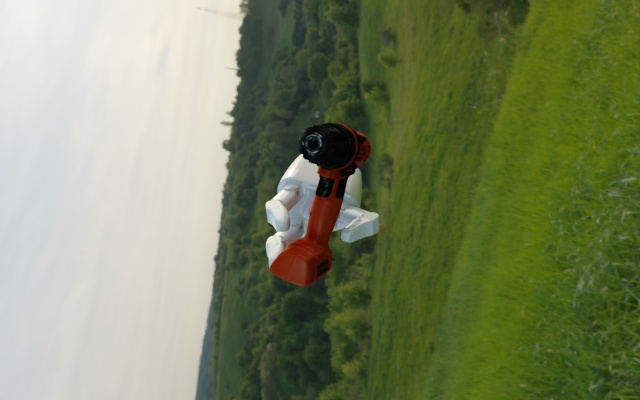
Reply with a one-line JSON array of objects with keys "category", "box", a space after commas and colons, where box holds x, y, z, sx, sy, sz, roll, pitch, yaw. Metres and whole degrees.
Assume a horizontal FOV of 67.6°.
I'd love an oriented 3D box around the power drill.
[{"category": "power drill", "box": [0.000, 0.002, 0.559, 0.057, 0.188, 0.184, 23, 11, 16]}]
